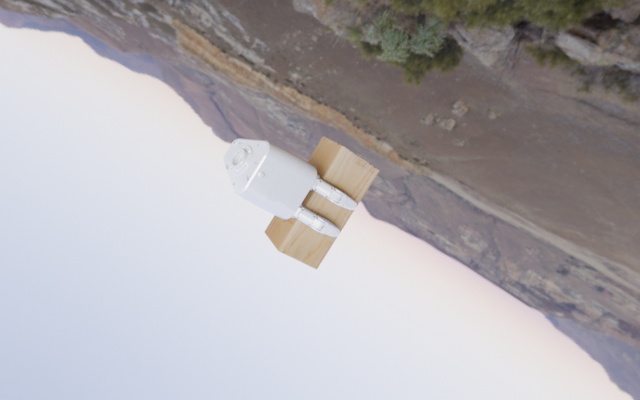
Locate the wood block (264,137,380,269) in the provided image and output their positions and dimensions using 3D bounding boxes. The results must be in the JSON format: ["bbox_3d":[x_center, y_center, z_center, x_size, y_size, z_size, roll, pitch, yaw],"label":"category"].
[{"bbox_3d":[0.000,0.003,0.849,0.090,0.206,0.090,30,5,-30],"label":"wood block"}]
